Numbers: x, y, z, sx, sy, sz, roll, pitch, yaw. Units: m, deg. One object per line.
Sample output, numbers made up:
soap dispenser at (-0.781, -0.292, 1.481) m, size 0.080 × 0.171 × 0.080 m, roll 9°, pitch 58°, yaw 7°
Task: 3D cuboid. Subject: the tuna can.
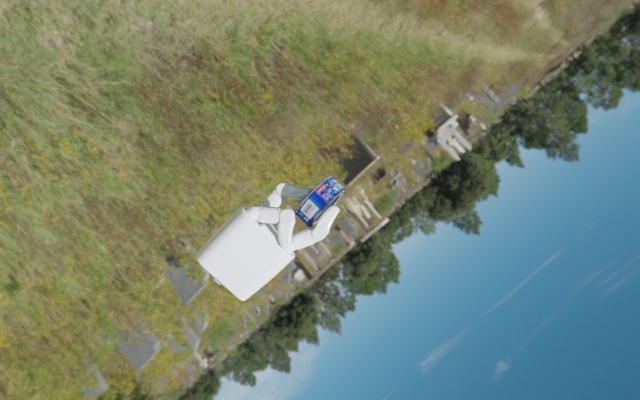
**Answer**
tuna can at (0.001, 0.003, 0.762) m, size 0.034 × 0.086 × 0.086 m, roll 44°, pitch 7°, yaw 7°
